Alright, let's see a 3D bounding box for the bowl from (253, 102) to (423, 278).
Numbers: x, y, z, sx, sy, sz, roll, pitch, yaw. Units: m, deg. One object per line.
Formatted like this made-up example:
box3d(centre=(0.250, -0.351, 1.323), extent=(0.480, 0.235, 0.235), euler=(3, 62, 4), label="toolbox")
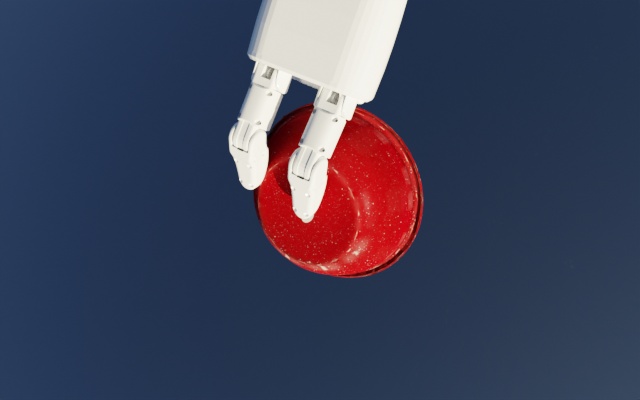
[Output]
box3d(centre=(0.000, 0.003, 0.402), extent=(0.162, 0.162, 0.055), euler=(0, 17, 28), label="bowl")
